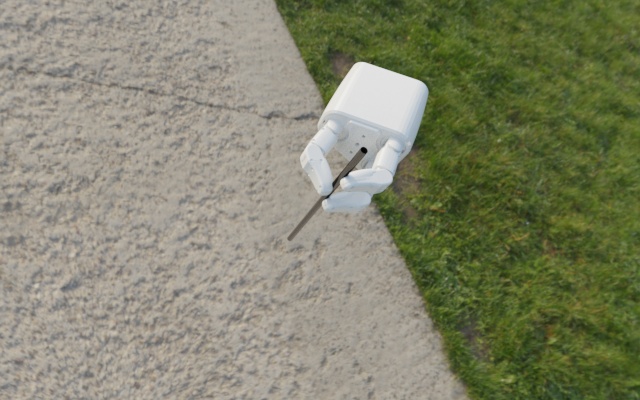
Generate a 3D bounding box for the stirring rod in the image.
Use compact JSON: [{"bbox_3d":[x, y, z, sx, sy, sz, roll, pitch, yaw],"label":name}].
[{"bbox_3d":[0.000,0.002,0.572,0.011,0.011,0.240,0,-25,-23],"label":"stirring rod"}]
